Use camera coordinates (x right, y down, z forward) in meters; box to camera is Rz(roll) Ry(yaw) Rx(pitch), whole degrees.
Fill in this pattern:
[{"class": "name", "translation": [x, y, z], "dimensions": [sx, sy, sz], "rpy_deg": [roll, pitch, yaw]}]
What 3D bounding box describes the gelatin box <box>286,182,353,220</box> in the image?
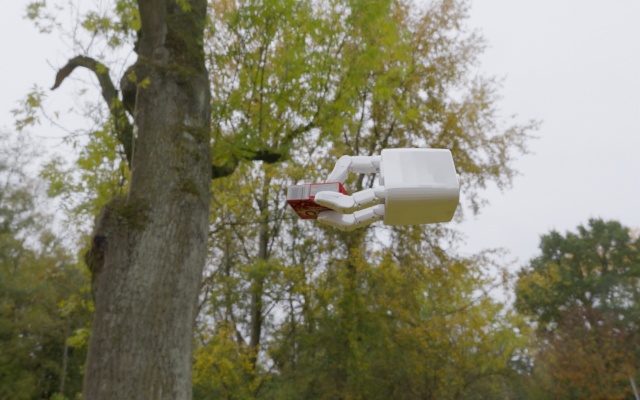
[{"class": "gelatin box", "translation": [0.000, 0.002, 0.751], "dimensions": [0.089, 0.030, 0.073], "rpy_deg": [-3, -27, 18]}]
